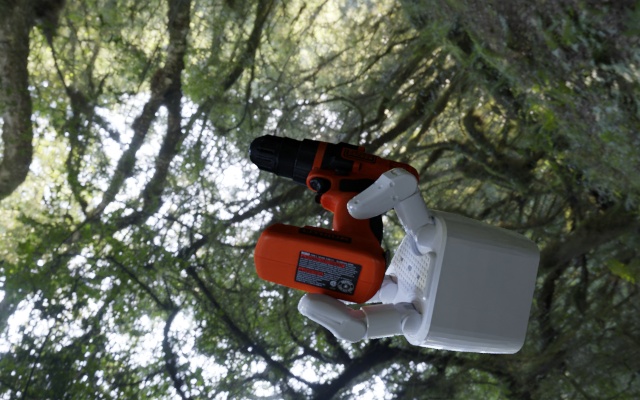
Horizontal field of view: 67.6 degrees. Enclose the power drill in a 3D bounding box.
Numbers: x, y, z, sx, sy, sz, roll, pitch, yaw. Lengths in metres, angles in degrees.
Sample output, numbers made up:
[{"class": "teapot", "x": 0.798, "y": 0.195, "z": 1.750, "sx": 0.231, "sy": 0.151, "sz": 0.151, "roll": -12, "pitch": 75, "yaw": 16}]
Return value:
[{"class": "power drill", "x": 0.000, "y": 0.002, "z": 0.453, "sx": 0.184, "sy": 0.057, "sz": 0.187, "roll": 12, "pitch": 36, "yaw": 5}]
